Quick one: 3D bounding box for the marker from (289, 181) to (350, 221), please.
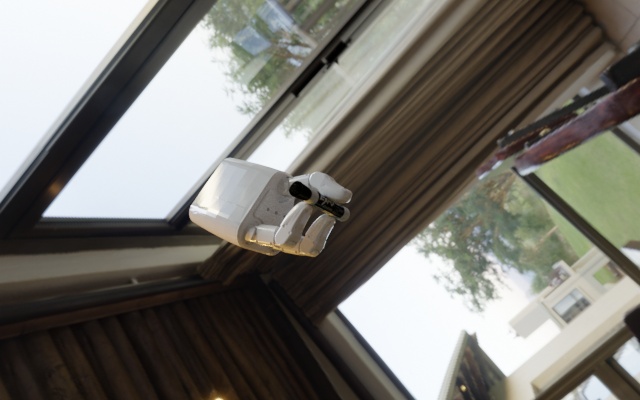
[{"bbox_3d":[0.000,0.002,0.579,0.020,0.020,0.121,0,-16,32],"label":"marker"}]
